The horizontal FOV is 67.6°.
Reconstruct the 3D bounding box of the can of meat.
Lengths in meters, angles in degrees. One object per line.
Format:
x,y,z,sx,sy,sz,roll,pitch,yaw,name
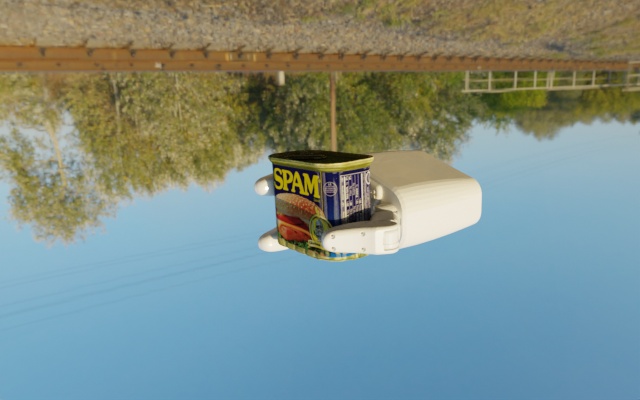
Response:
0.000,0.002,0.424,0.057,0.084,0.102,-13,16,-36,can of meat
